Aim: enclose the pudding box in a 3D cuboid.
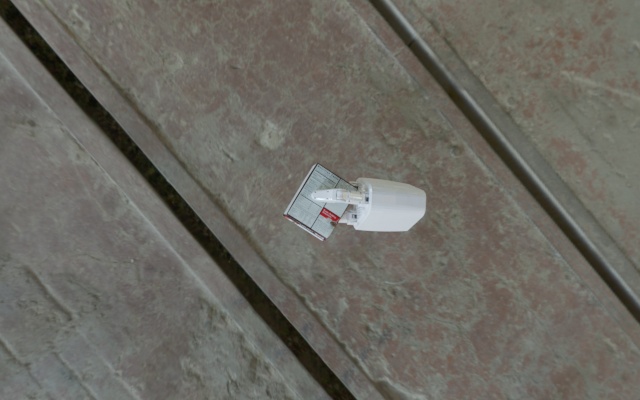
[{"bbox_3d":[0.000,0.003,0.850,0.090,0.113,0.039,33,-12,-6],"label":"pudding box"}]
